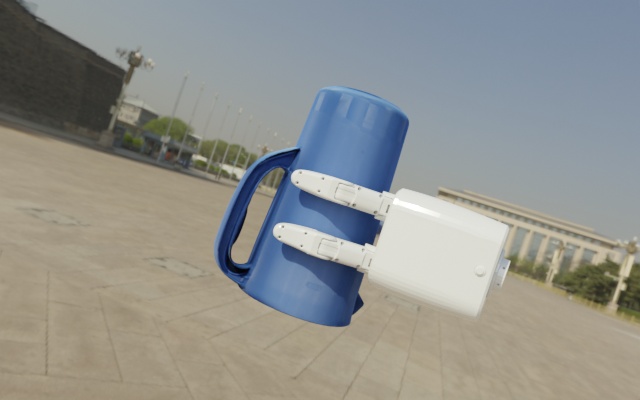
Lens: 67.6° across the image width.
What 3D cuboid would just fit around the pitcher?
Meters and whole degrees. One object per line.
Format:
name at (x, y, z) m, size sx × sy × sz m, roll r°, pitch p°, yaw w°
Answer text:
pitcher at (0.000, 0.002, 0.524) m, size 0.145 × 0.243 × 0.149 m, roll 19°, pitch 0°, yaw 23°
